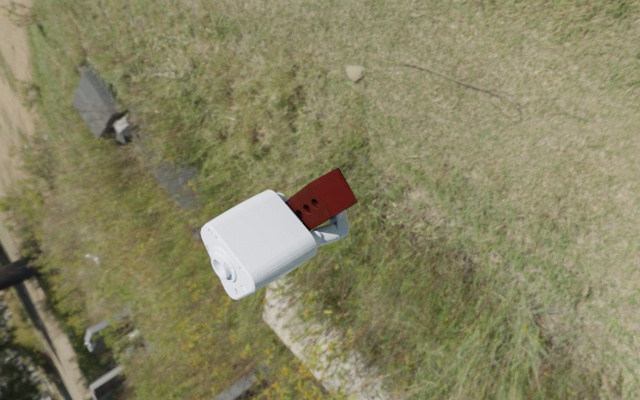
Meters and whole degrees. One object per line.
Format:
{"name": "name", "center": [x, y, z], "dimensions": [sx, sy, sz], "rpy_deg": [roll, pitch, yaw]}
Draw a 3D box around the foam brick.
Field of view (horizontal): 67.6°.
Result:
{"name": "foam brick", "center": [0.000, 0.002, 0.629], "dimensions": [0.051, 0.053, 0.078], "rpy_deg": [-29, -4, -36]}
